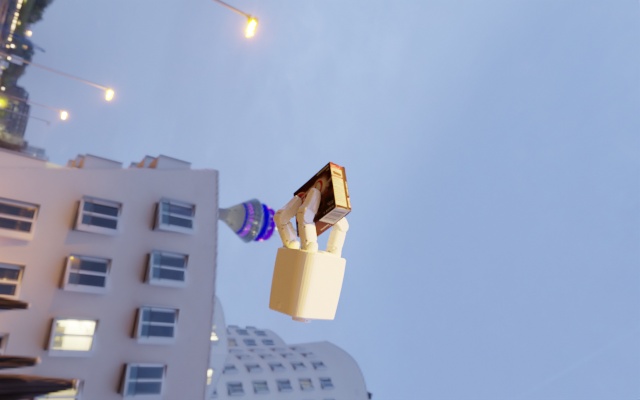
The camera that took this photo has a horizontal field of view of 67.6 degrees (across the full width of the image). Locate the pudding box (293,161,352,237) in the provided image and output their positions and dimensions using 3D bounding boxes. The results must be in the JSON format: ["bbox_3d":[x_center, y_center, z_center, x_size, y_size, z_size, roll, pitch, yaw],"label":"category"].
[{"bbox_3d":[0.000,0.003,0.804,0.039,0.090,0.113,17,-39,-35],"label":"pudding box"}]
